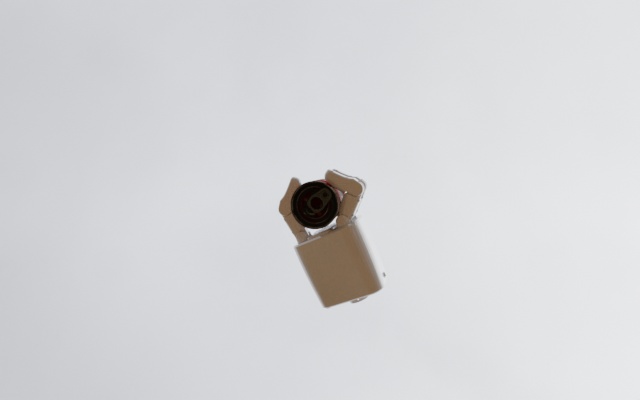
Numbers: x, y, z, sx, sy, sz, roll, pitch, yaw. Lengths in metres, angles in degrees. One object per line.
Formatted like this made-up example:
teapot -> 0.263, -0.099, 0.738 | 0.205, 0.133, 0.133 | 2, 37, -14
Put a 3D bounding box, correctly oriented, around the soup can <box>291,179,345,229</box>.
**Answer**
soup can -> 0.000, 0.002, 0.712 | 0.068, 0.068, 0.102 | 0, 5, 10
